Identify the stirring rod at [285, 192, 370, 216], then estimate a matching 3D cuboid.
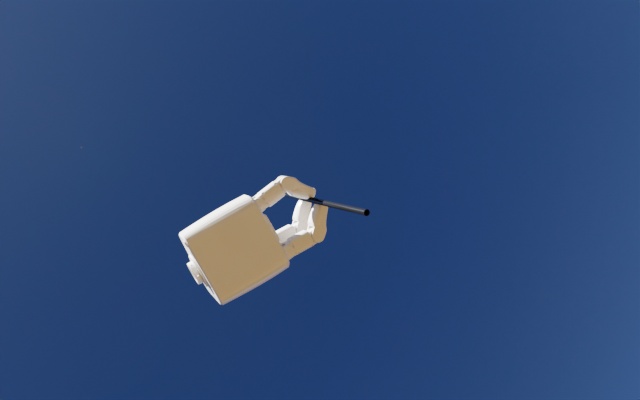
[{"bbox_3d":[0.000,0.002,0.659,0.011,0.011,0.239,0,6,-27],"label":"stirring rod"}]
